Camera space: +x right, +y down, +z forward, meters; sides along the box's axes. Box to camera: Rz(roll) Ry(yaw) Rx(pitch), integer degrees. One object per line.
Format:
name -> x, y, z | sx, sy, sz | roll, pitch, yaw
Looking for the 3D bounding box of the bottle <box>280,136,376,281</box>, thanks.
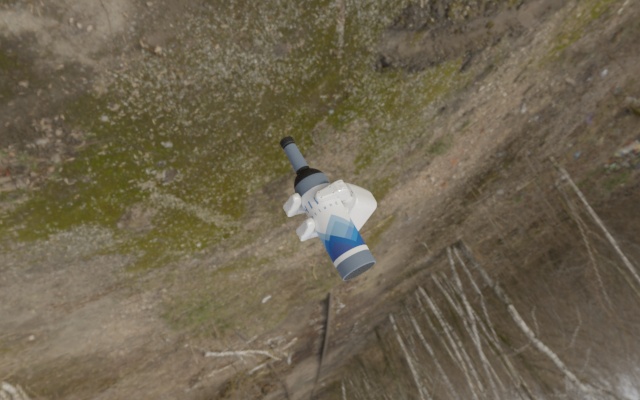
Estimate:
bottle -> 0.000, 0.003, 0.881 | 0.069, 0.295, 0.069 | -26, -21, -10
